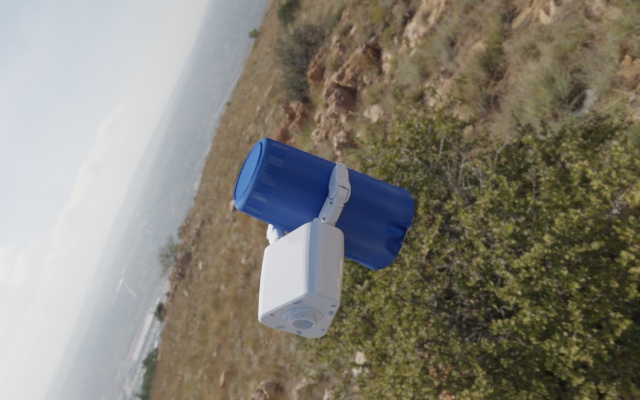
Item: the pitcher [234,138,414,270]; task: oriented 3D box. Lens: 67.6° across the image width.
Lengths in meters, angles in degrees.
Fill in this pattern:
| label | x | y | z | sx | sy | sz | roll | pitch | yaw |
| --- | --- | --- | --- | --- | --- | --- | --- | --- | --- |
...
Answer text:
| label | x | y | z | sx | sy | sz | roll | pitch | yaw |
| --- | --- | --- | --- | --- | --- | --- | --- | --- | --- |
| pitcher | 0.000 | 0.002 | 0.704 | 0.243 | 0.145 | 0.149 | 23 | -44 | -21 |
